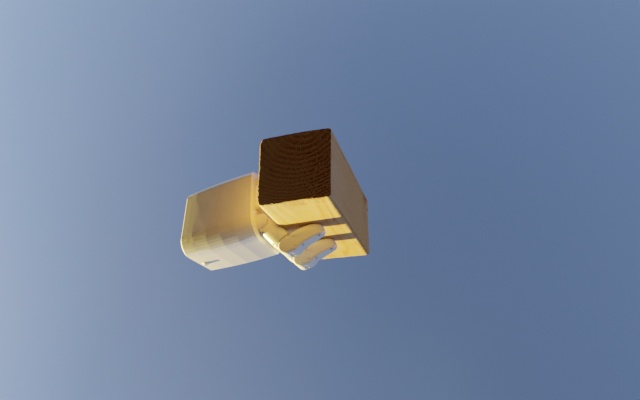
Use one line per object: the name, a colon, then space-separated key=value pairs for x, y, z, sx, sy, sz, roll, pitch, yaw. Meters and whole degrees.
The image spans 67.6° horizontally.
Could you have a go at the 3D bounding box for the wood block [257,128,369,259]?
wood block: x=0.000 y=0.002 z=0.633 sx=0.090 sy=0.090 sz=0.206 roll=-8 pitch=-26 yaw=15
